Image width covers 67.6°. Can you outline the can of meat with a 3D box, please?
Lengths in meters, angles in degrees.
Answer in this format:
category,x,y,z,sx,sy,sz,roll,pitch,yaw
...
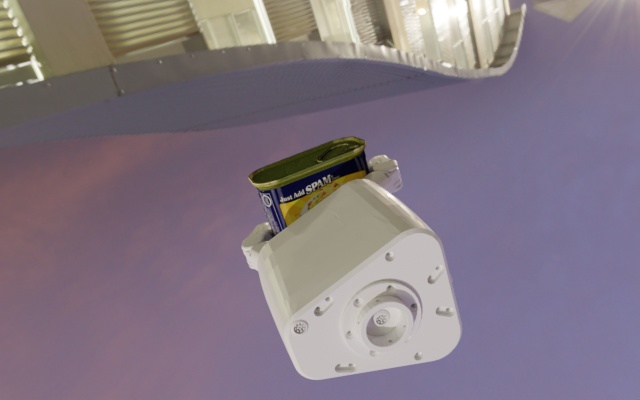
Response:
category,x,y,z,sx,sy,sz,roll,pitch,yaw
can of meat,0.000,0.002,0.420,0.102,0.084,0.057,-22,20,-11
